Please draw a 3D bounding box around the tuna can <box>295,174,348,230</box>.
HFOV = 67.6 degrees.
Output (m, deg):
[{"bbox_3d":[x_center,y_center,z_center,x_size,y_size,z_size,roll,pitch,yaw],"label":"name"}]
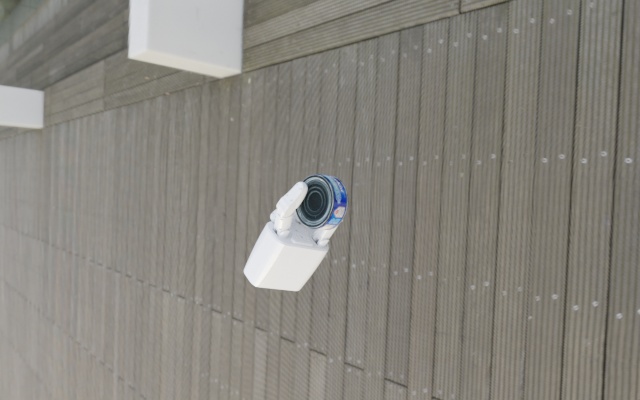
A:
[{"bbox_3d":[0.000,0.002,0.738,0.086,0.086,0.034,0,-4,43],"label":"tuna can"}]
